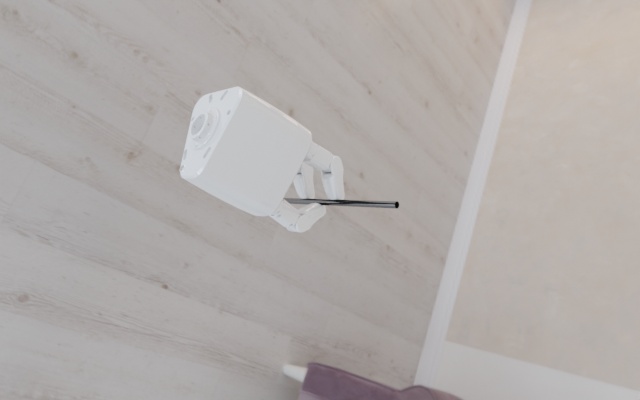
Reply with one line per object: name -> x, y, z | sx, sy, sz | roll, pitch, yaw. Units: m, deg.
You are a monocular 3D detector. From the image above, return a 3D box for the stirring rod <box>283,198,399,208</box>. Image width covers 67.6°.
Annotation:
stirring rod -> 0.000, 0.002, 0.612 | 0.011, 0.011, 0.239 | 0, 1, -44
